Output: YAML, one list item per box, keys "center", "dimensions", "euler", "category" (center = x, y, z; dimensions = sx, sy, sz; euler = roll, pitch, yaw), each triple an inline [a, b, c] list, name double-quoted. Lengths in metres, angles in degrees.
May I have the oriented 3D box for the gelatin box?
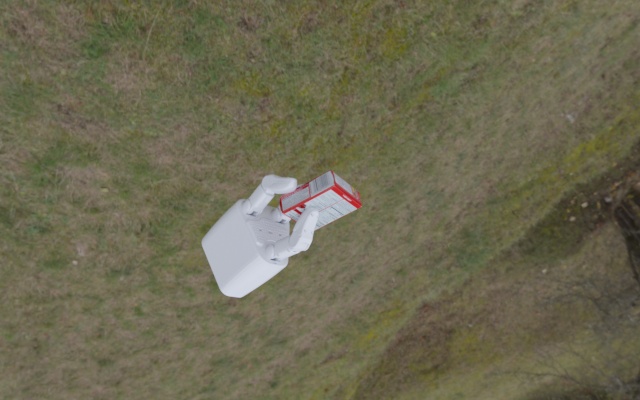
- center: [0.000, 0.002, 0.653]
  dimensions: [0.089, 0.030, 0.073]
  euler: [-27, -37, 23]
  category: "gelatin box"
